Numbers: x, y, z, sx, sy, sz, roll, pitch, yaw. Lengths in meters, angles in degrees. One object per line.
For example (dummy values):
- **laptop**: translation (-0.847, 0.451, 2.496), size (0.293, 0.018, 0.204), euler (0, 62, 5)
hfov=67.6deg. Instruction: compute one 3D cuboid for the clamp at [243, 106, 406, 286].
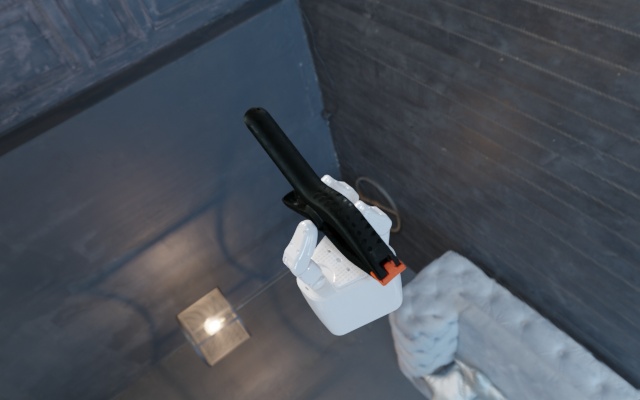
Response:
- **clamp**: translation (0.000, 0.002, 0.478), size (0.210, 0.036, 0.165), euler (42, -15, 39)
